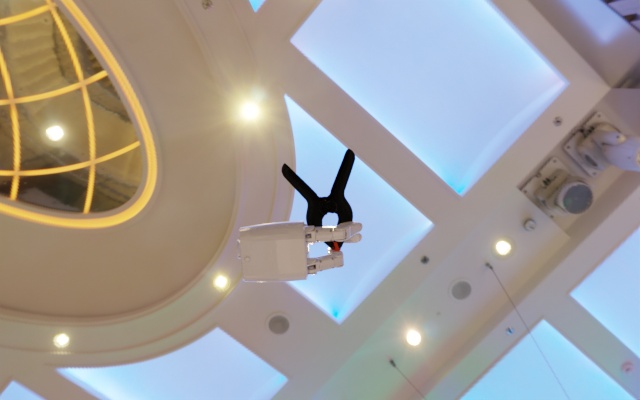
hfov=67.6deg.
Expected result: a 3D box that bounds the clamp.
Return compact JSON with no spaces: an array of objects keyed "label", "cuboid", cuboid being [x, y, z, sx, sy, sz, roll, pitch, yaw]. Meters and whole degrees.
[{"label":"clamp","cuboid":[0.000,0.003,0.789,0.120,0.171,0.039,-3,15,-1]}]
